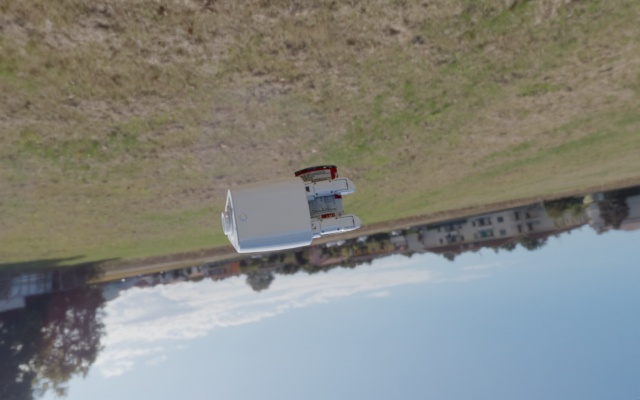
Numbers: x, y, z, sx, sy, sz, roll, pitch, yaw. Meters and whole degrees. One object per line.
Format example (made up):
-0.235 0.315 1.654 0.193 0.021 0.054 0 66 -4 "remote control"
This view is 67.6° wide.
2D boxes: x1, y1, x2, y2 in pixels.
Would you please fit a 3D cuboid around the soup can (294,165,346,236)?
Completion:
0.001 0.003 0.735 0.068 0.102 0.068 -9 -6 -1 "soup can"
